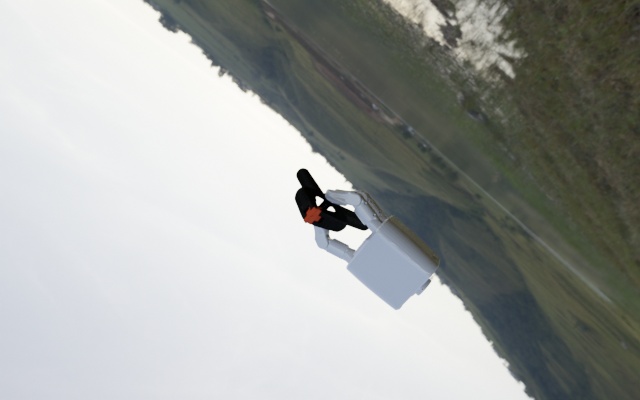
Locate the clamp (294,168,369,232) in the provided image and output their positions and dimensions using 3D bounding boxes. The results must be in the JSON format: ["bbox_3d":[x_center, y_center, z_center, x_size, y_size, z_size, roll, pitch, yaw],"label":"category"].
[{"bbox_3d":[0.000,0.003,0.780,0.164,0.036,0.210,39,13,11],"label":"clamp"}]
